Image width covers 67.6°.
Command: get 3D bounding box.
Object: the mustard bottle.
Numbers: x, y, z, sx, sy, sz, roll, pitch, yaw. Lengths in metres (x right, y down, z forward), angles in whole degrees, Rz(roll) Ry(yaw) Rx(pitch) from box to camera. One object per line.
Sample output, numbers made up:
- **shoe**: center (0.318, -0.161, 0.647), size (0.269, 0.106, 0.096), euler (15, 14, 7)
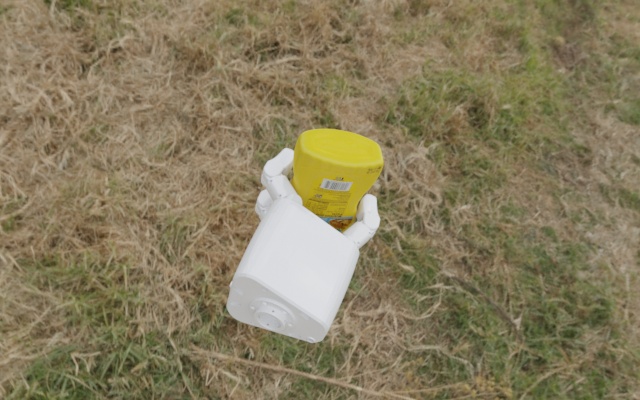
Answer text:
- **mustard bottle**: center (0.000, 0.001, 0.580), size (0.096, 0.058, 0.192), euler (6, -41, -15)
